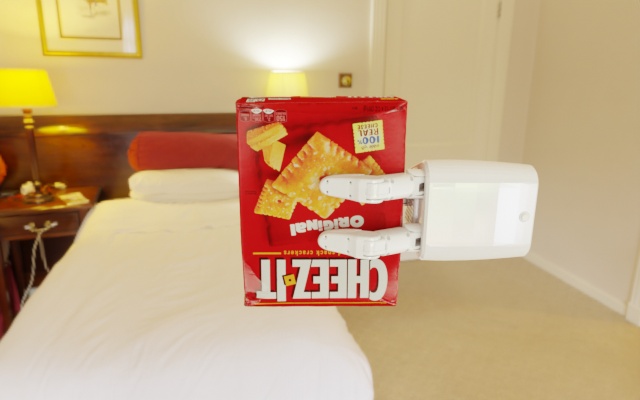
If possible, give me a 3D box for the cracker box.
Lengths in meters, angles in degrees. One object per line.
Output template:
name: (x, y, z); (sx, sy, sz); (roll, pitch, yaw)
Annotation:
cracker box: (0.000, 0.001, 0.494); (0.164, 0.214, 0.072); (0, 15, -1)
